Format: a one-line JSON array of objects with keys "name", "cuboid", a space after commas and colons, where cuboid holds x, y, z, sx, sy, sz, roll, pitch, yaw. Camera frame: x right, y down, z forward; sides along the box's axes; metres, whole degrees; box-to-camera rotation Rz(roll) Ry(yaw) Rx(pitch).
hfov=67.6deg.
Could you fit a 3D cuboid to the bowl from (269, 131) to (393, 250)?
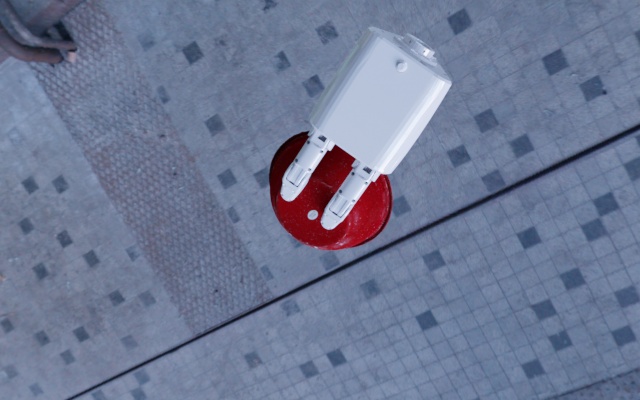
[{"name": "bowl", "cuboid": [0.000, 0.003, 0.563, 0.162, 0.162, 0.055, 0, 28, 25]}]
